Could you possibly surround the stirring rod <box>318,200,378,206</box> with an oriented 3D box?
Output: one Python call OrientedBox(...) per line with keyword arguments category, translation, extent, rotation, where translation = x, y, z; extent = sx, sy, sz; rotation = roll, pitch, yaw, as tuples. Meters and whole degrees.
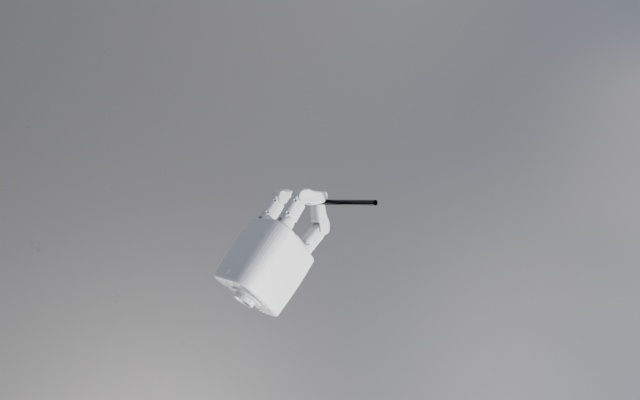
OrientedBox(category="stirring rod", translation=(0.000, 0.003, 0.750), extent=(0.011, 0.011, 0.239), rotation=(0, 0, -39))
